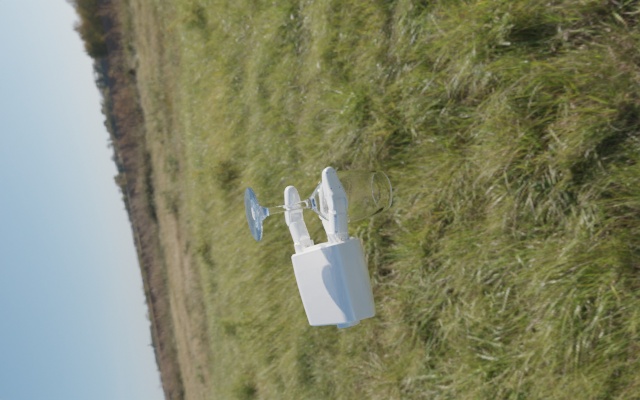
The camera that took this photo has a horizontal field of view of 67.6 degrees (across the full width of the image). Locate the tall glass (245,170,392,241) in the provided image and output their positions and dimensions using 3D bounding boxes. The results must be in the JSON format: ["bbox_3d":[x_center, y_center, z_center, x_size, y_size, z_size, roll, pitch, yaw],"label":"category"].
[{"bbox_3d":[-0.001,0.002,0.677,0.201,0.079,0.079,-11,4,-21],"label":"tall glass"}]
